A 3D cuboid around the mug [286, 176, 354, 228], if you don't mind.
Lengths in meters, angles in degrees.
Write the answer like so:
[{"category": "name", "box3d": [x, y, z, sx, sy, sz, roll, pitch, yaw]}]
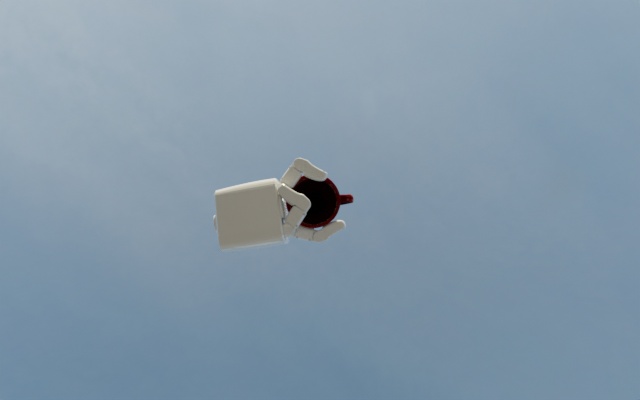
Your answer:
[{"category": "mug", "box3d": [0.002, 0.003, 0.849, 0.117, 0.093, 0.081, -9, -6, 0]}]
